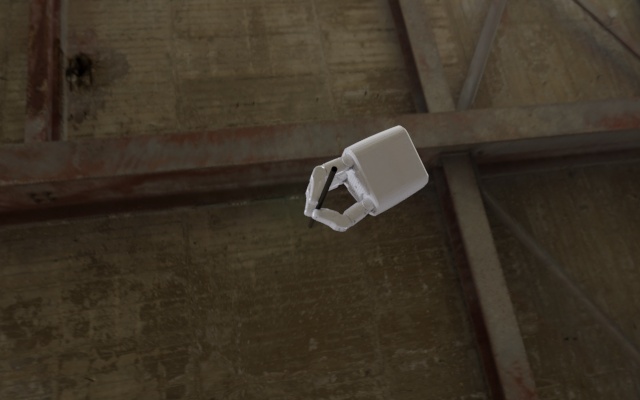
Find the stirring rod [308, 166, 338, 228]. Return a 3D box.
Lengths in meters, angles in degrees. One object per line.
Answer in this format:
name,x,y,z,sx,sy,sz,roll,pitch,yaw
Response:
stirring rod,0.000,0.002,0.714,0.011,0.011,0.240,0,-21,-9
